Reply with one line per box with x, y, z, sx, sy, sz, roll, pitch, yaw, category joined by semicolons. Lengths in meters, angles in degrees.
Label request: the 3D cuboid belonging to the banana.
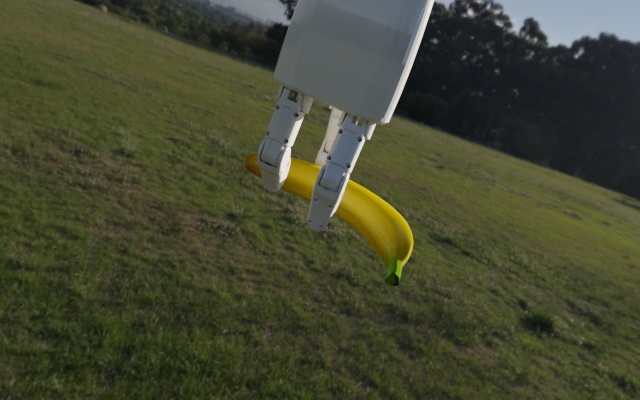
0.014;0.001;0.437;0.197;0.037;0.069;36;27;32;banana
